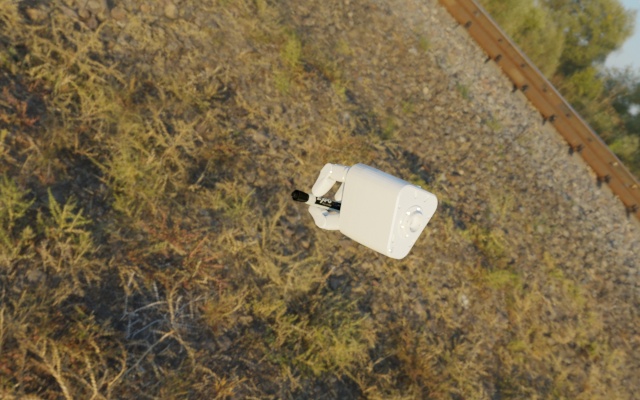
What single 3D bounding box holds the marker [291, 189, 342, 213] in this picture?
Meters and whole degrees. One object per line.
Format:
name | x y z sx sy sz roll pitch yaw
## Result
marker | 0.000 0.003 0.787 0.121 0.020 0.020 16 -11 -42
